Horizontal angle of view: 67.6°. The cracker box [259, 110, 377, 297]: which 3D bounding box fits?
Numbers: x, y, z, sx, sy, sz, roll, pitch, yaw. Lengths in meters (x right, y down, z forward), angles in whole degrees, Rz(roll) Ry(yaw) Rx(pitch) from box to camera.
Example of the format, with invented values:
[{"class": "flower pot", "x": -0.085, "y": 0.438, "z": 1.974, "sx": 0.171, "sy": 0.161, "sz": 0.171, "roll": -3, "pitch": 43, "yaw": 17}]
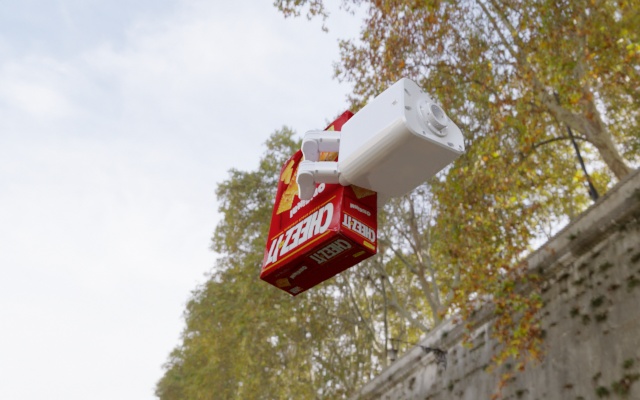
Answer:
[{"class": "cracker box", "x": 0.000, "y": 0.002, "z": 0.664, "sx": 0.072, "sy": 0.213, "sz": 0.164, "roll": 31, "pitch": -45, "yaw": -26}]
